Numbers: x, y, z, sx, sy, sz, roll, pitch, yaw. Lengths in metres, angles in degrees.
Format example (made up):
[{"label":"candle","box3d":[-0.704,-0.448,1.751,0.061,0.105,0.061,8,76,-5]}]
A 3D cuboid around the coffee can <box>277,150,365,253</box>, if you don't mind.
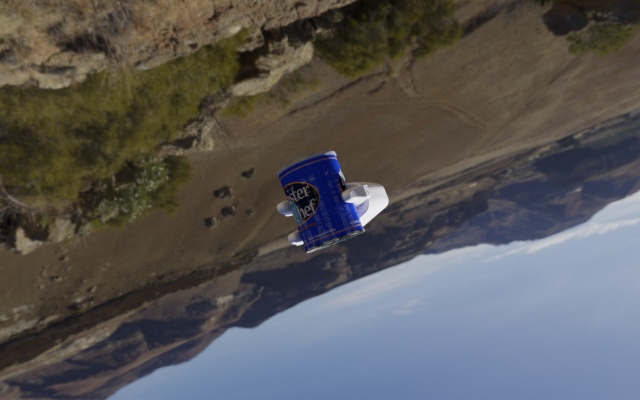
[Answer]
[{"label":"coffee can","box3d":[0.000,0.002,0.781,0.103,0.140,0.103,-20,-8,-3]}]
